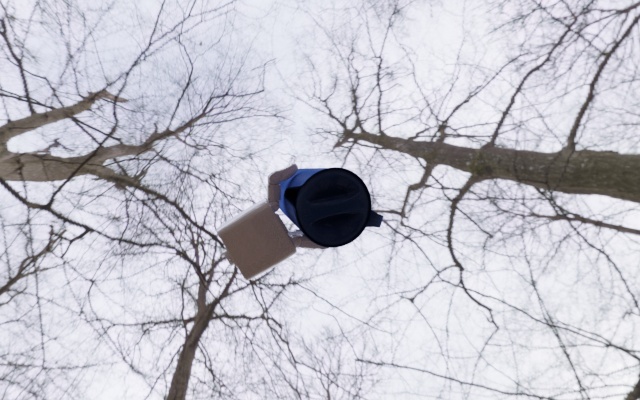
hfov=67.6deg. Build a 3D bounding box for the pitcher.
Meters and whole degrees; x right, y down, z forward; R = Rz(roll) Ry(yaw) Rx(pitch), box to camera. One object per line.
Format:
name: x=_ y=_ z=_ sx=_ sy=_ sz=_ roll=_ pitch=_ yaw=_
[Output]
pitcher: x=0.000 y=0.003 z=0.893 sx=0.145 sy=0.149 sz=0.243 roll=-31 pitch=14 yaw=-11
